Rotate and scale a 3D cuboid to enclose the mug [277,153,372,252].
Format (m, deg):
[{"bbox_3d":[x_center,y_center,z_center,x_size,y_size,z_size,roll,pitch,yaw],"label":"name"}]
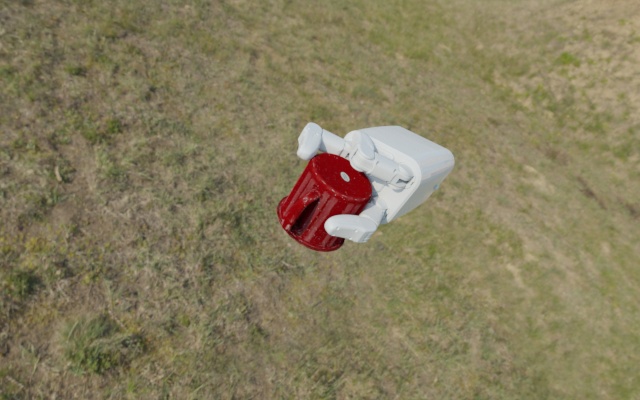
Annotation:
[{"bbox_3d":[-0.001,0.002,0.547,0.093,0.081,0.117,46,36,18],"label":"mug"}]
